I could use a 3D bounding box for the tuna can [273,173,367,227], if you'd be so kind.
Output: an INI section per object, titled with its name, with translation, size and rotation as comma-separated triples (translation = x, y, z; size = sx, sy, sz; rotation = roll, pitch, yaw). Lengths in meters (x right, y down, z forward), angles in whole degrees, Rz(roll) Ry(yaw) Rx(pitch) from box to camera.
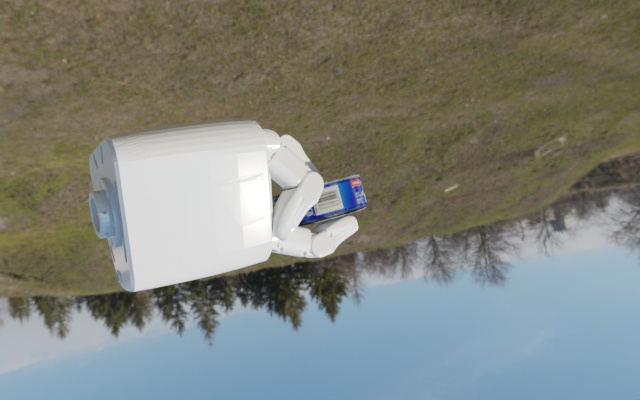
[tuna can]
translation = 0.000, 0.002, 0.454
size = 0.086, 0.034, 0.086
rotation = -15, 0, 0
